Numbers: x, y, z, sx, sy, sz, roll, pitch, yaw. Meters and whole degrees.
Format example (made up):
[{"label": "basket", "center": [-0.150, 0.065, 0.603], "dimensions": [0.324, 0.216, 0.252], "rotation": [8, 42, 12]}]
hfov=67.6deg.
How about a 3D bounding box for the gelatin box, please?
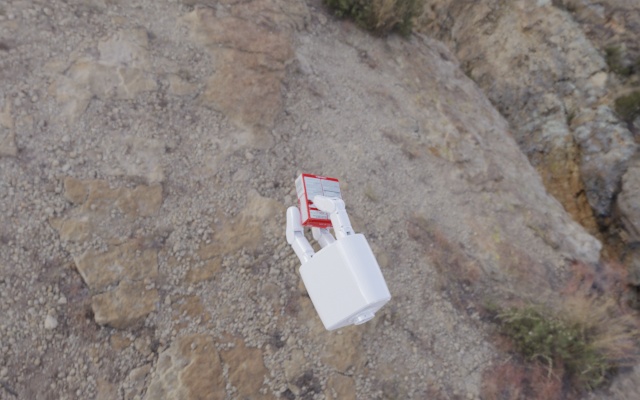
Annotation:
[{"label": "gelatin box", "center": [0.000, 0.002, 0.793], "dimensions": [0.073, 0.089, 0.030], "rotation": [7, -32, -30]}]
